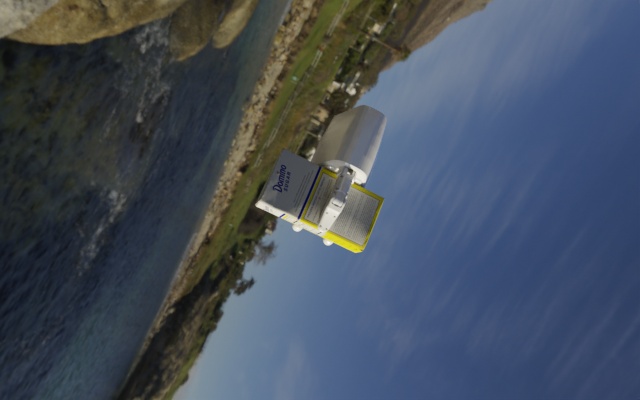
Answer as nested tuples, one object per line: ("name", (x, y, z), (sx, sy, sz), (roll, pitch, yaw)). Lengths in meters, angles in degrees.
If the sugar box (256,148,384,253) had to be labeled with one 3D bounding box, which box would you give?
("sugar box", (0.000, 0.002, 0.729), (0.176, 0.093, 0.048), (26, -17, -8))
